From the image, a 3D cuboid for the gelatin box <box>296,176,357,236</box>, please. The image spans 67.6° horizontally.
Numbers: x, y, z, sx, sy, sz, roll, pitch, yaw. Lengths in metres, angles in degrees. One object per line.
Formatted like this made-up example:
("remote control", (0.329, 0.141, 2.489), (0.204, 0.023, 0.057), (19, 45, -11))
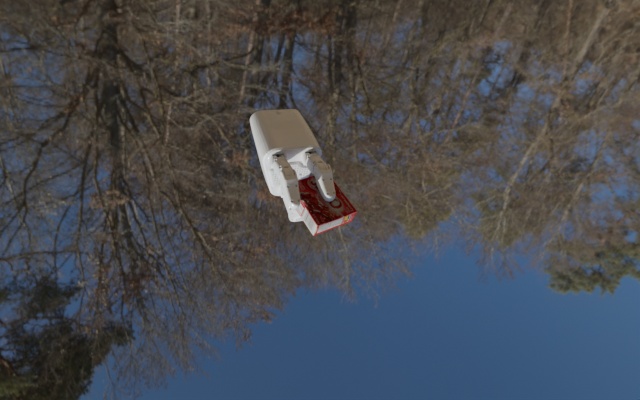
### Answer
("gelatin box", (0.000, 0.003, 0.727), (0.073, 0.089, 0.030), (-18, -31, -30))
